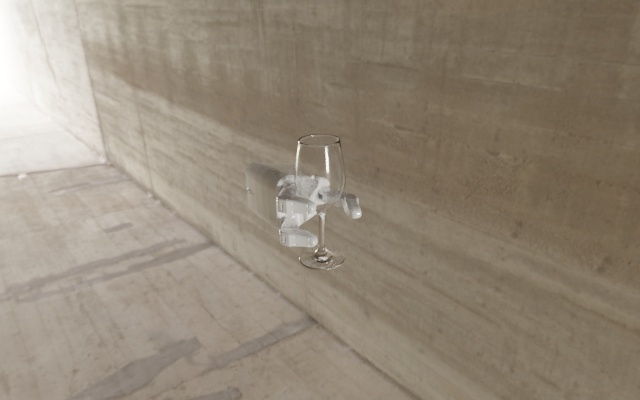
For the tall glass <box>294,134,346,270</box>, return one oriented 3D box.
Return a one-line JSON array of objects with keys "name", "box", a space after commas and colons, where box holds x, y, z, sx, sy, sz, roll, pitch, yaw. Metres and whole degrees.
[{"name": "tall glass", "box": [0.000, 0.003, 0.735, 0.079, 0.201, 0.079, -1, 24, 0]}]
